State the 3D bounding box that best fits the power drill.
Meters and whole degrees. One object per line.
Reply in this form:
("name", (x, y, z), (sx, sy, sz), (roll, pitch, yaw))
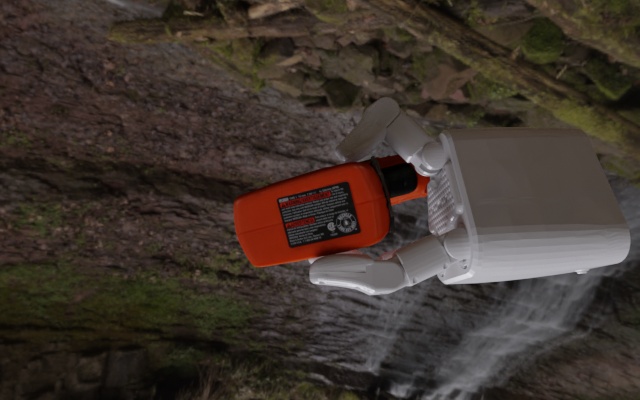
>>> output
("power drill", (0.000, 0.001, 0.402), (0.184, 0.057, 0.187), (-16, 5, 17))
